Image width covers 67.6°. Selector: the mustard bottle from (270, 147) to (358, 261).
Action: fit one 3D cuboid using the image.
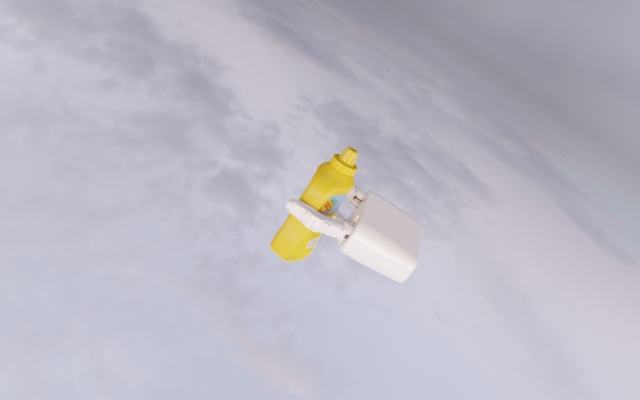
[{"bbox_3d":[0.000,0.002,0.718,0.058,0.192,0.096,40,24,17],"label":"mustard bottle"}]
